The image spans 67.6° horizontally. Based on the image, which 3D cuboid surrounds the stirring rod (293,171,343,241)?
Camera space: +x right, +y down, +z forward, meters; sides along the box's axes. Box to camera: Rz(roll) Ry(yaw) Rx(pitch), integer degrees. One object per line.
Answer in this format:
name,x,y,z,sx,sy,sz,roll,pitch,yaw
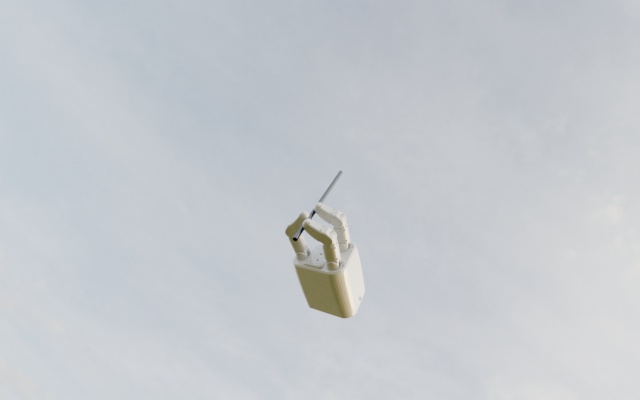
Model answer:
stirring rod,0.000,0.003,0.858,0.011,0.011,0.239,0,29,23
